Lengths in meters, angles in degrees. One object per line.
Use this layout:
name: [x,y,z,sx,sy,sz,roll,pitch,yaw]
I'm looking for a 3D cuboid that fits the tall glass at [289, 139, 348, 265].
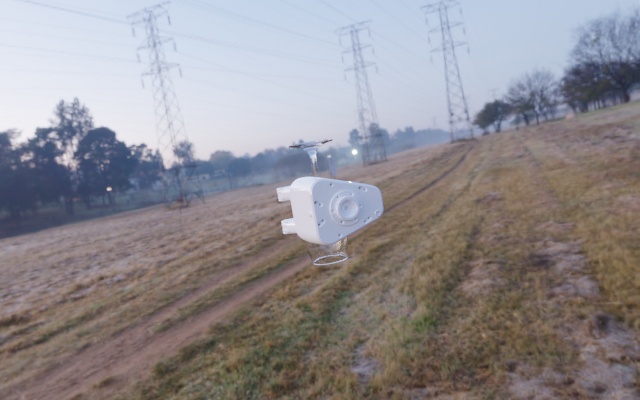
tall glass: [0.000,0.002,0.795,0.079,0.201,0.079,-9,4,1]
